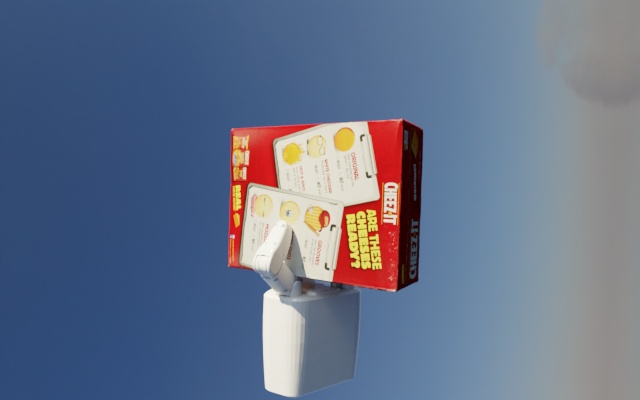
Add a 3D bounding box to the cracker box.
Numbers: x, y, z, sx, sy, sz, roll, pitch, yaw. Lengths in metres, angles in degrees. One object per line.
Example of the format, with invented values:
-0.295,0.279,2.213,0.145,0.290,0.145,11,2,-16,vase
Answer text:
0.000,0.002,0.525,0.213,0.164,0.072,2,1,31,cracker box
